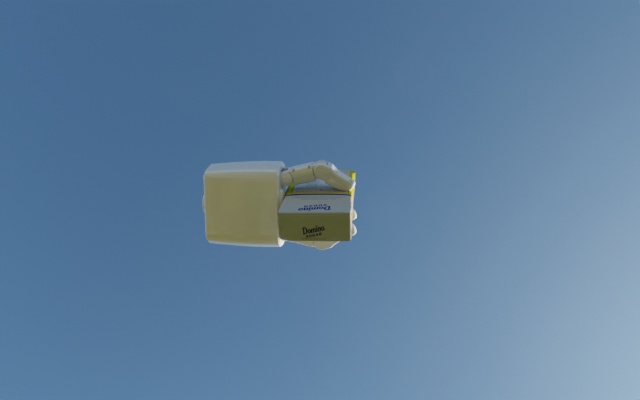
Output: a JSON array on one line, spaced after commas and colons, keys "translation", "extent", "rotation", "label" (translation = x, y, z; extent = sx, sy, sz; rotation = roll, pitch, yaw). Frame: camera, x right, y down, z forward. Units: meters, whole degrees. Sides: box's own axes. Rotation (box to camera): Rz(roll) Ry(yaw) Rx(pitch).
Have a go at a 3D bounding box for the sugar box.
[{"translation": [0.000, 0.003, 0.669], "extent": [0.093, 0.048, 0.176], "rotation": [0, 23, 6], "label": "sugar box"}]
